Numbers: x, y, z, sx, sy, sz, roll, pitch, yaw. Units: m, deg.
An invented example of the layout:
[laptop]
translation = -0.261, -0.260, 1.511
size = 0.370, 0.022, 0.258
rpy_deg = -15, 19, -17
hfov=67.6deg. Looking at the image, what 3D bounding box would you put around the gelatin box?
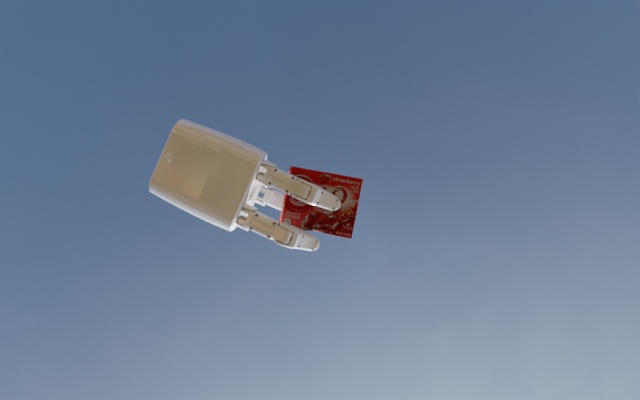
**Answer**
[gelatin box]
translation = 0.000, 0.002, 0.573
size = 0.089, 0.073, 0.030
rpy_deg = 11, 1, -6
